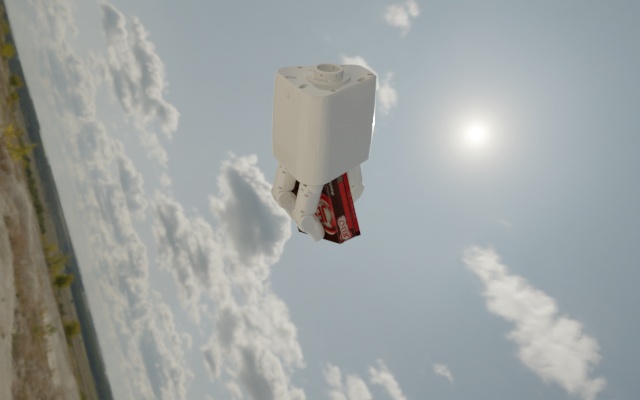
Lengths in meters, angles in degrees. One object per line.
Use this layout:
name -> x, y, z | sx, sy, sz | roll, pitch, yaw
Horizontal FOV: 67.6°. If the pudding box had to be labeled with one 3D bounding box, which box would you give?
pudding box -> 0.000, 0.002, 0.620 | 0.039, 0.090, 0.113 | -19, 14, -25
